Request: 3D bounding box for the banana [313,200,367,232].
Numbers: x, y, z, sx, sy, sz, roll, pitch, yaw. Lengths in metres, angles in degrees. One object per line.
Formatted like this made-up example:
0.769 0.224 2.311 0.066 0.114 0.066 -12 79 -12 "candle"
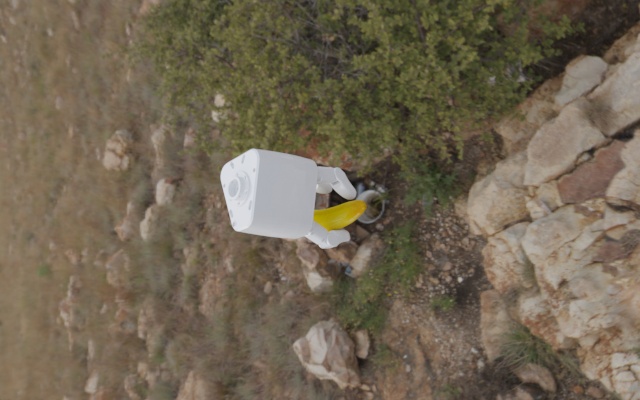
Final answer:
-0.006 0.020 0.781 0.037 0.069 0.198 14 -1 -41 "banana"
